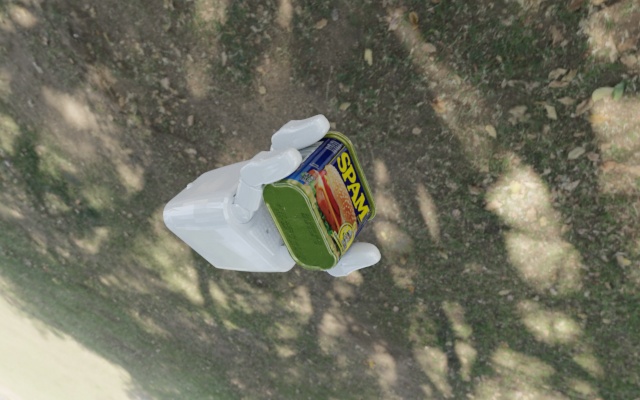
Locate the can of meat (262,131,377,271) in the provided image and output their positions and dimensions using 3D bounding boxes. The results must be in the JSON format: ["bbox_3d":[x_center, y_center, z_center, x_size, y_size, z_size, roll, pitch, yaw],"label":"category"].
[{"bbox_3d":[0.000,0.002,0.441,0.057,0.102,0.084,-3,33,37],"label":"can of meat"}]
